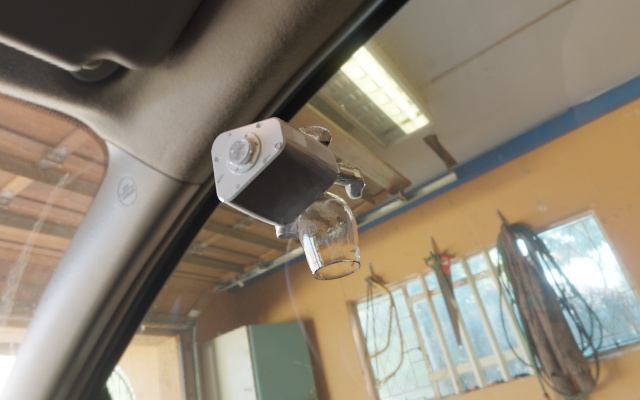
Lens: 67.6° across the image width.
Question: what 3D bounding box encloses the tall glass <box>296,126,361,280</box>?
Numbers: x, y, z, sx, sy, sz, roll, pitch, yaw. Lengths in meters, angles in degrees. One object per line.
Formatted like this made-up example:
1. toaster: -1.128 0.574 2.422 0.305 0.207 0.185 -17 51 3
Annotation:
1. tall glass: 0.000 0.002 0.642 0.079 0.201 0.079 -11 -27 -6
